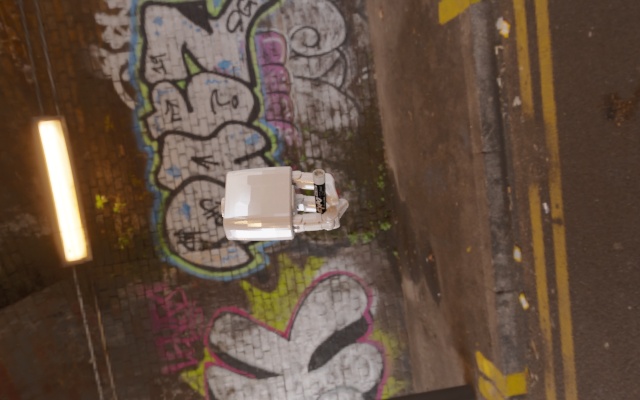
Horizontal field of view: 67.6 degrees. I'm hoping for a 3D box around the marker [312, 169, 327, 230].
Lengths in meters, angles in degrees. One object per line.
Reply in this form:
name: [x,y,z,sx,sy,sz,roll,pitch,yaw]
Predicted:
marker: [0.000,0.002,0.738,0.020,0.020,0.121,0,-44,4]
